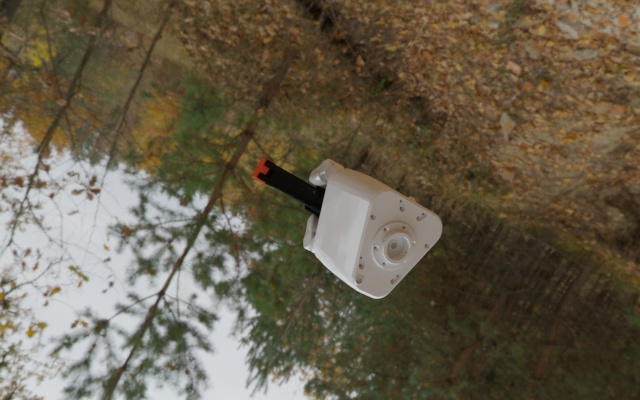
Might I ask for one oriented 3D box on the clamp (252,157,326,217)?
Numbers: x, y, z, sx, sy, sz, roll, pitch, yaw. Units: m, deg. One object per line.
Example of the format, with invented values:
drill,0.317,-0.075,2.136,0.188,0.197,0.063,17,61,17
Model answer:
clamp,-0.001,0.003,0.638,0.210,0.036,0.164,29,0,-23
